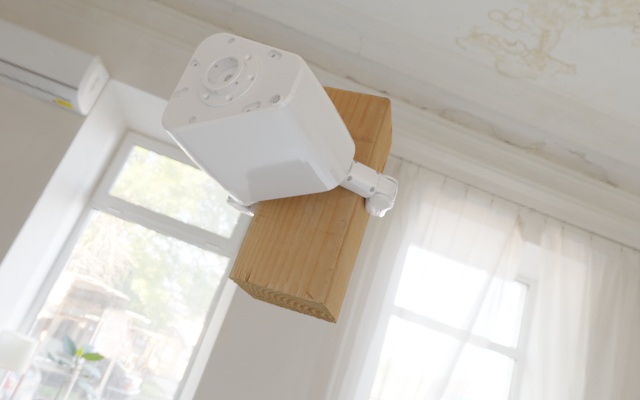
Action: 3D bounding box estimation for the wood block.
[{"bbox_3d":[0.000,0.001,0.467,0.091,0.206,0.090,14,-21,15],"label":"wood block"}]
